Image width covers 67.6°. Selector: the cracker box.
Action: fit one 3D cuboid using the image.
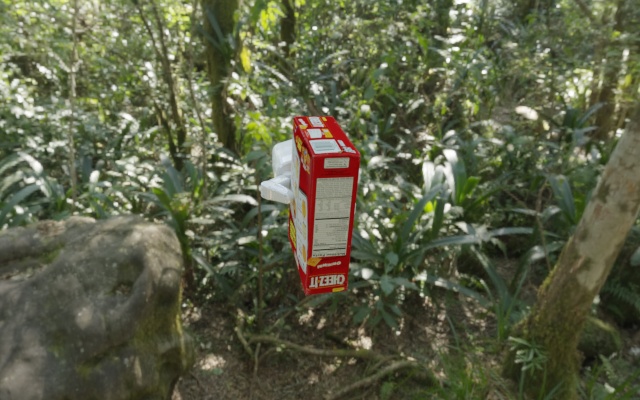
[{"bbox_3d":[0.000,0.002,0.700,0.072,0.214,0.164,-3,27,-12],"label":"cracker box"}]
